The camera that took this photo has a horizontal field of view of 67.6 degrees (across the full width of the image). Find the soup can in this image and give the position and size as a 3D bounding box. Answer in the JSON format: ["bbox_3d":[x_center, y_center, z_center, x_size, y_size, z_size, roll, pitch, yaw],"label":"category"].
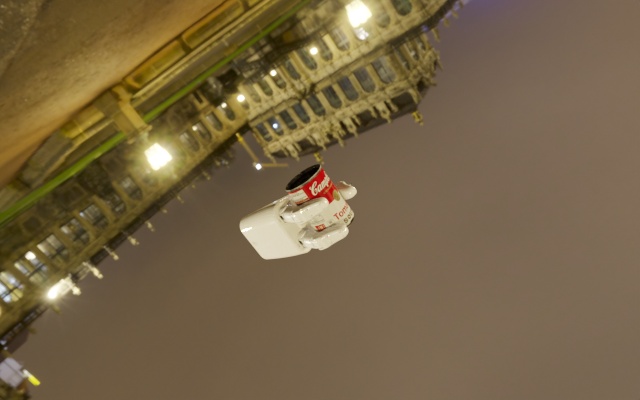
[{"bbox_3d":[0.001,0.003,0.765,0.068,0.102,0.068,-32,18,12],"label":"soup can"}]
